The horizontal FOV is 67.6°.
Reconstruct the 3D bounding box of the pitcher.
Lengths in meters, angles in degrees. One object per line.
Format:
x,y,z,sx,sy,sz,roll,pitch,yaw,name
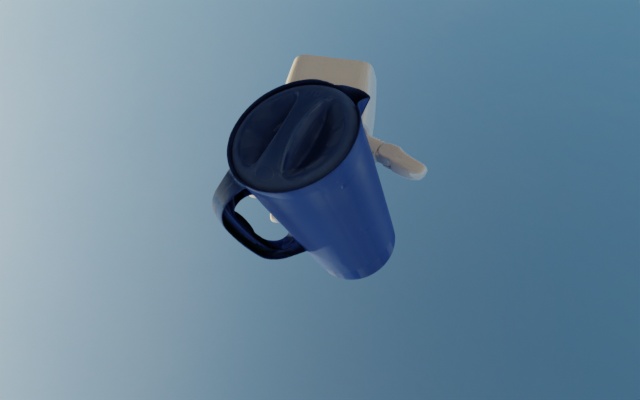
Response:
0.000,0.002,0.530,0.149,0.145,0.243,-2,-32,20,pitcher
